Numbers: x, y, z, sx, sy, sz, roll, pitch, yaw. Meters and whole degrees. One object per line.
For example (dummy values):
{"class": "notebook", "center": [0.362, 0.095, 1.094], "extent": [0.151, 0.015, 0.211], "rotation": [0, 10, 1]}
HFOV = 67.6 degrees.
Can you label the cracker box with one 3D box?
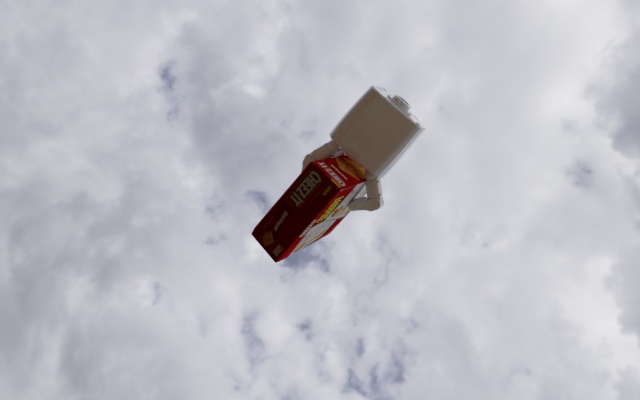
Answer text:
{"class": "cracker box", "center": [0.000, 0.003, 0.807], "extent": [0.164, 0.072, 0.213], "rotation": [-49, -12, 22]}
